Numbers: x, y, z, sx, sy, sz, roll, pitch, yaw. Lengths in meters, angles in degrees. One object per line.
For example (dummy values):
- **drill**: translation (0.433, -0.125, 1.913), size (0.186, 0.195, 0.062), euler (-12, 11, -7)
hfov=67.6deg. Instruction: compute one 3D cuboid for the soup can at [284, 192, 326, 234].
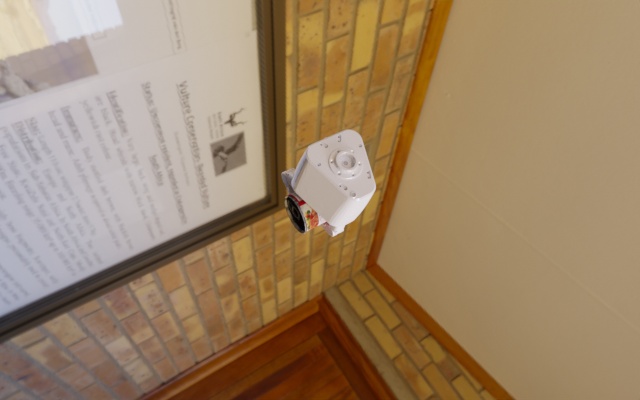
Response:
- **soup can**: translation (0.000, 0.003, 0.793), size (0.102, 0.068, 0.068), euler (-26, 10, -21)
